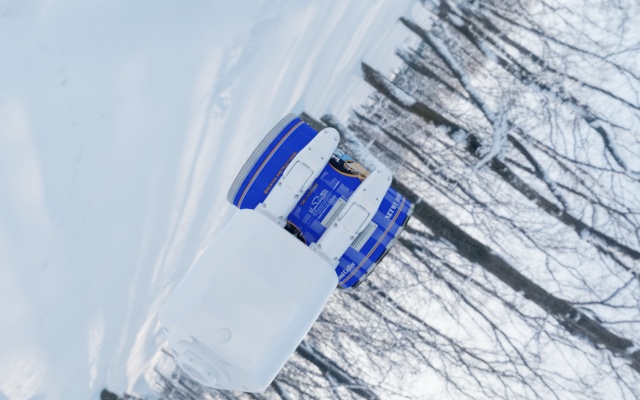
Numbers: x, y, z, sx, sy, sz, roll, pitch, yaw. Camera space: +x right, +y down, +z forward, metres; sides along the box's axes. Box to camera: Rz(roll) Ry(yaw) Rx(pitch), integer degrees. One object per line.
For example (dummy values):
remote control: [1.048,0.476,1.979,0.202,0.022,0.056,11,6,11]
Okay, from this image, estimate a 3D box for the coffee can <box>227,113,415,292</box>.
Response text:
coffee can: [0.000,0.001,0.444,0.140,0.103,0.103,37,0,0]
